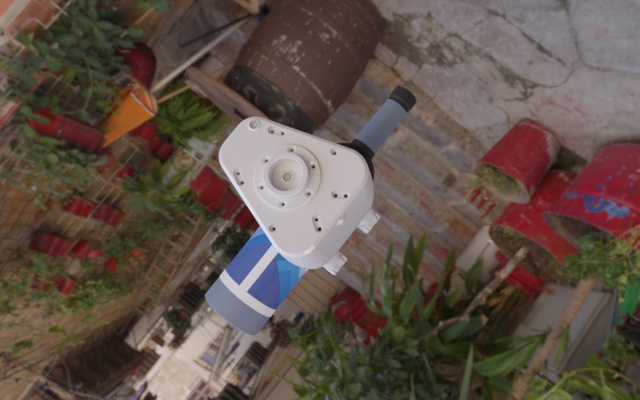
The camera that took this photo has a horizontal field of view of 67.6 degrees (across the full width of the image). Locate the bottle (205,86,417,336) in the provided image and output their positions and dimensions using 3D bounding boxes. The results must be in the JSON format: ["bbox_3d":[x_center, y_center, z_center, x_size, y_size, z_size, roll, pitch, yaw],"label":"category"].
[{"bbox_3d":[0.000,0.002,0.497,0.069,0.295,0.069,38,-4,3],"label":"bottle"}]
